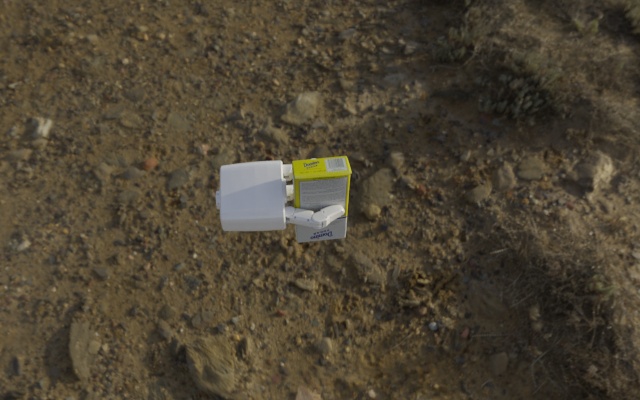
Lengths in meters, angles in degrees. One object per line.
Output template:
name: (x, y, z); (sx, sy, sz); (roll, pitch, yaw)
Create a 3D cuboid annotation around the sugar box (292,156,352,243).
sugar box: (0.000, 0.002, 0.825); (0.093, 0.048, 0.176); (-5, -38, -6)
